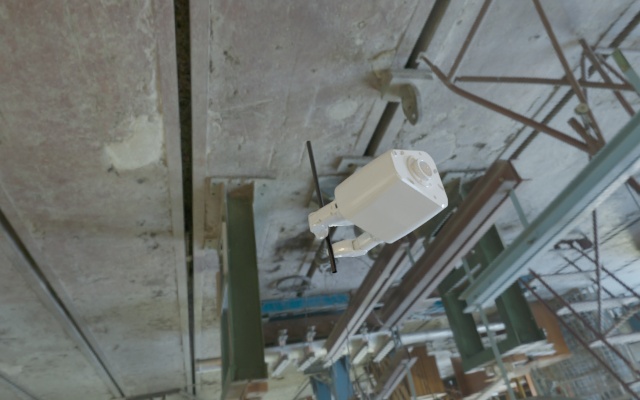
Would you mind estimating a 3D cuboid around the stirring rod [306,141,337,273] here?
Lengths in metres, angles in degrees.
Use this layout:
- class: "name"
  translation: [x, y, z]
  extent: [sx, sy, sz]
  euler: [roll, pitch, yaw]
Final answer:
- class: "stirring rod"
  translation: [0.000, 0.002, 0.755]
  extent: [0.011, 0.239, 0.011]
  euler: [-9, -30, -5]
